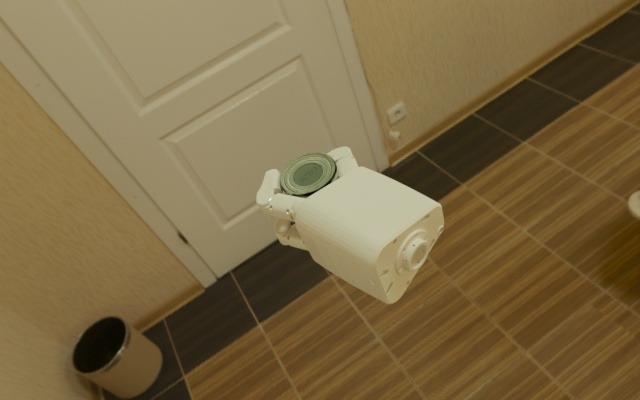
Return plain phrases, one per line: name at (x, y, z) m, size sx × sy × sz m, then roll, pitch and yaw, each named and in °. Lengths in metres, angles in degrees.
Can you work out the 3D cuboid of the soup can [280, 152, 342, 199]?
soup can at (0.000, 0.001, 0.562) m, size 0.068 × 0.068 × 0.102 m, roll 0°, pitch -40°, yaw 23°
